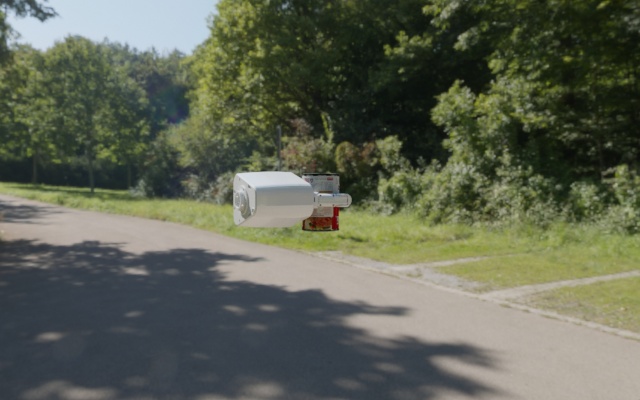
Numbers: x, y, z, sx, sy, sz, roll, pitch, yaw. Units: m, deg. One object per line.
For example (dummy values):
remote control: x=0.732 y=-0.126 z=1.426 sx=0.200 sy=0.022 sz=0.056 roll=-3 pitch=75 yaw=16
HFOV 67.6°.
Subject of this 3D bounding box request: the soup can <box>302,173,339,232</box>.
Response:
soup can: x=0.001 y=0.003 z=0.860 sx=0.068 sy=0.102 sz=0.068 roll=0 pitch=2 yaw=0
